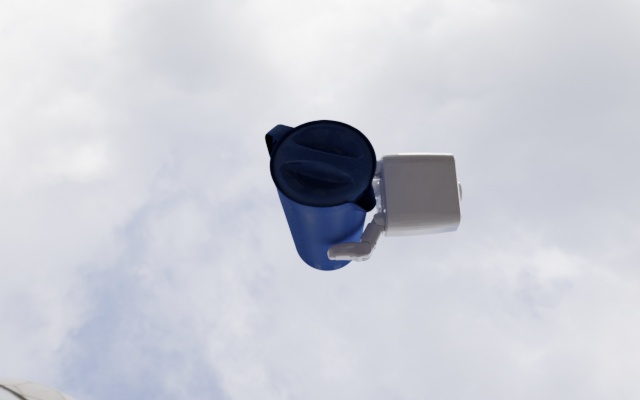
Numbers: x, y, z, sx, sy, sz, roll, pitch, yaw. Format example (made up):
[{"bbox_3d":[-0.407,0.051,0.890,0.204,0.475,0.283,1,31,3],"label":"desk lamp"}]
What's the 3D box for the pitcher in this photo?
[{"bbox_3d":[0.000,0.002,0.690,0.145,0.149,0.243,-3,-30,1],"label":"pitcher"}]
